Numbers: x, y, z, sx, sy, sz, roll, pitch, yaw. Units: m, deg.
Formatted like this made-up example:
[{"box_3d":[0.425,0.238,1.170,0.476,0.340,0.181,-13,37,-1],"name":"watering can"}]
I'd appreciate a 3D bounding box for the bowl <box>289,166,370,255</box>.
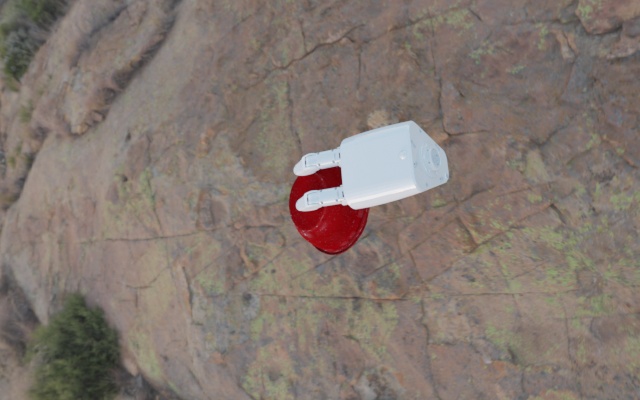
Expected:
[{"box_3d":[-0.001,0.003,0.731,0.055,0.162,0.162,5,-3,-40],"name":"bowl"}]
